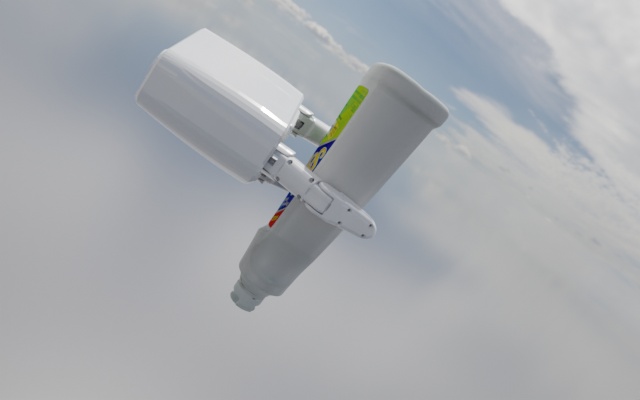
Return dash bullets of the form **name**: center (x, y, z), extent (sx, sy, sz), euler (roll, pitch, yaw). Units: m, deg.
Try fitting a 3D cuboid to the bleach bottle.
- **bleach bottle**: center (0.000, 0.001, 0.421), extent (0.068, 0.251, 0.102), euler (35, 12, -12)
